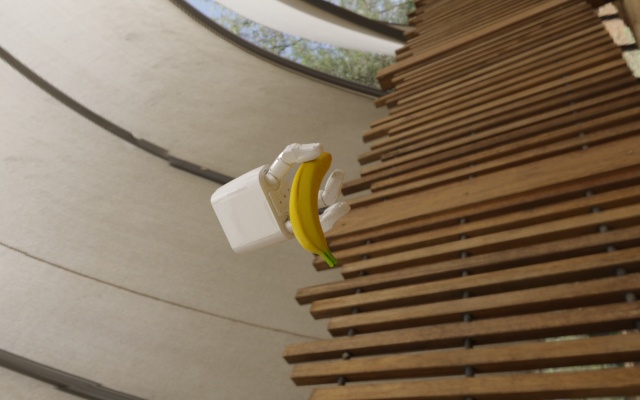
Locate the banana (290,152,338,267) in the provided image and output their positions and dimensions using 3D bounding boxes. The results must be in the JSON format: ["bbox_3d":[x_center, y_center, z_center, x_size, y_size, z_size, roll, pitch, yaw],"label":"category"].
[{"bbox_3d":[-0.011,-0.004,0.650,0.037,0.197,0.070,-26,-45,29],"label":"banana"}]
